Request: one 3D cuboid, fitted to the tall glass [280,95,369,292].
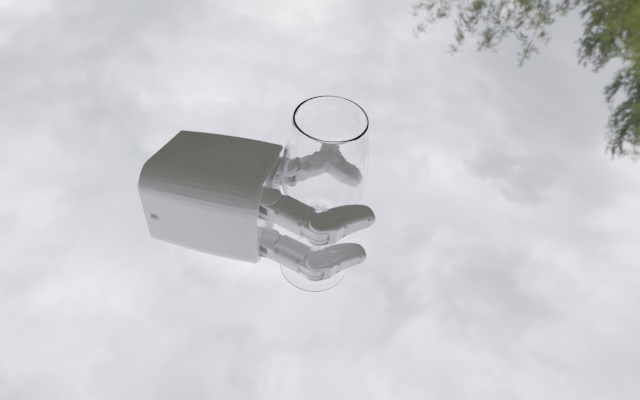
[{"bbox_3d":[0.000,0.002,0.453,0.079,0.079,0.201,0,-43,-7],"label":"tall glass"}]
